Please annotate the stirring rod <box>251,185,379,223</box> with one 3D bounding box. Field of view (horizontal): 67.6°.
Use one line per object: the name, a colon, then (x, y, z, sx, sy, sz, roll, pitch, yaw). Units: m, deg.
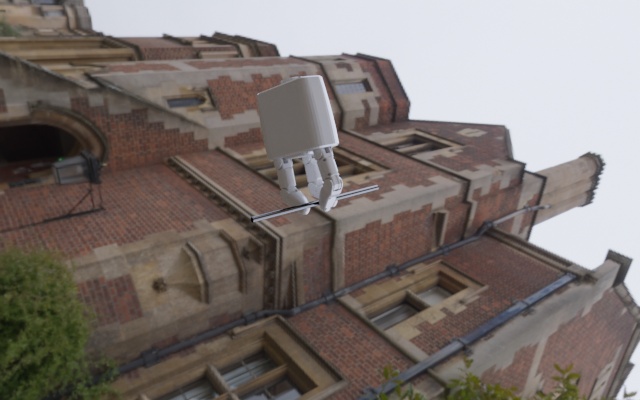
stirring rod: (0.000, 0.002, 0.730, 0.239, 0.011, 0.011, -14, 8, -36)
